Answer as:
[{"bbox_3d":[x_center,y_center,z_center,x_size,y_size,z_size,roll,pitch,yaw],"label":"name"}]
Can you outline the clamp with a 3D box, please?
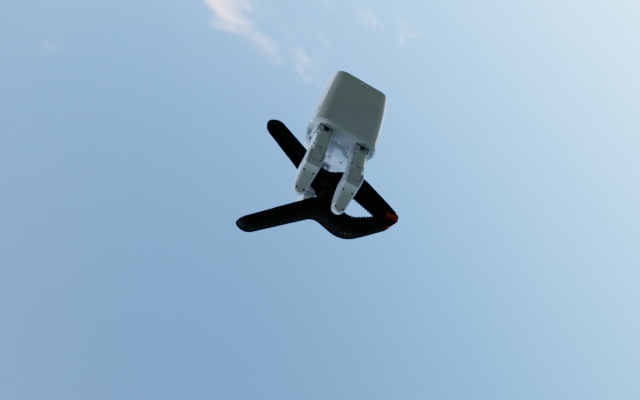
[{"bbox_3d":[0.000,0.002,0.614,0.210,0.164,0.036,27,-31,-11],"label":"clamp"}]
